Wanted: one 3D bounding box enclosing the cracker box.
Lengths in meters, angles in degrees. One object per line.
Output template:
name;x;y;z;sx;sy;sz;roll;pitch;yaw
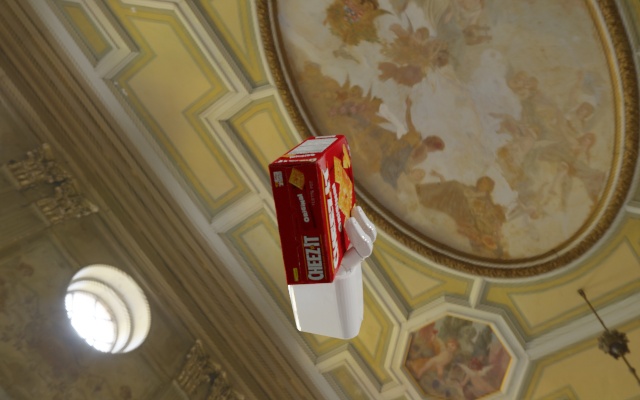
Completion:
cracker box;0.000;0.002;0.690;0.072;0.164;0.213;-4;15;14
